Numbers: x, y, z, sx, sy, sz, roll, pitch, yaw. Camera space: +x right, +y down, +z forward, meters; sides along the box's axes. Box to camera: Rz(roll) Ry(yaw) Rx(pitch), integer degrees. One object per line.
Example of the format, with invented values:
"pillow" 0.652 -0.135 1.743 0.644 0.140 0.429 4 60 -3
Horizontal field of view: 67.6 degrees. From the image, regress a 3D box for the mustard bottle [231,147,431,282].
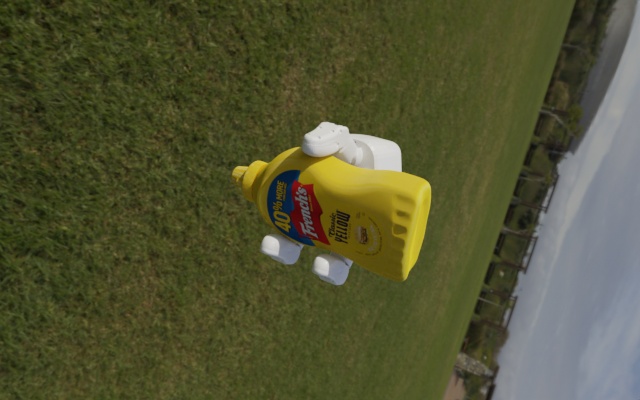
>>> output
"mustard bottle" 0.000 0.002 0.443 0.191 0.096 0.058 18 39 22
